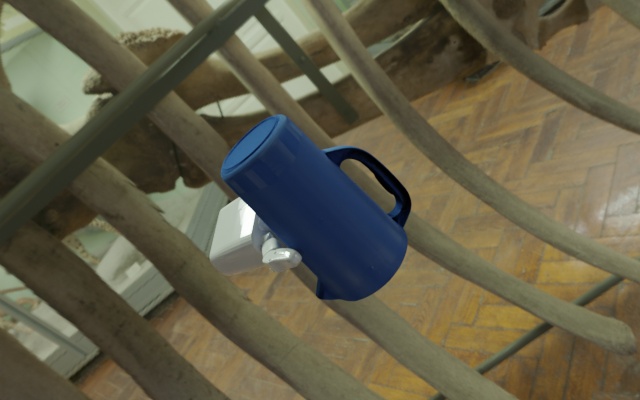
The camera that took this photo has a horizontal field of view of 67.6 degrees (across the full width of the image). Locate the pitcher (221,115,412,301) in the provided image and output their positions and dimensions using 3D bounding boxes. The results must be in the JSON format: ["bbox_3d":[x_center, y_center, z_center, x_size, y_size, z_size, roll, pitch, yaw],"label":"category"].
[{"bbox_3d":[0.000,0.002,0.616,0.145,0.149,0.243,-23,-58,38],"label":"pitcher"}]
